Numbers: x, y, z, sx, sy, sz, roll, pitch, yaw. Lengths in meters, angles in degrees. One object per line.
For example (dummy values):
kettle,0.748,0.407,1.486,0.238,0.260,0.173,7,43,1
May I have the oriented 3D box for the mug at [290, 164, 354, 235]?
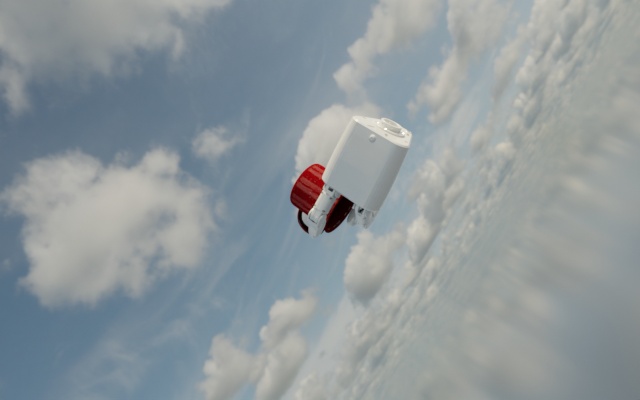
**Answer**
mug,-0.001,0.004,0.785,0.081,0.117,0.093,34,25,18
